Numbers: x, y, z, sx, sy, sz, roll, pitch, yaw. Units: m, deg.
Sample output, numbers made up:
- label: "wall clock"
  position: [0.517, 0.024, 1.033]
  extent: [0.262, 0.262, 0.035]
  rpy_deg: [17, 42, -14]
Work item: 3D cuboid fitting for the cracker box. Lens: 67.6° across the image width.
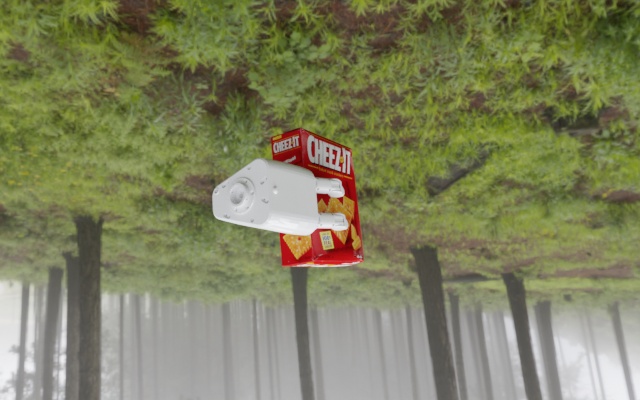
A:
- label: "cracker box"
  position: [0.000, 0.003, 0.805]
  extent: [0.072, 0.213, 0.164]
  rpy_deg: [-13, -14, 32]
